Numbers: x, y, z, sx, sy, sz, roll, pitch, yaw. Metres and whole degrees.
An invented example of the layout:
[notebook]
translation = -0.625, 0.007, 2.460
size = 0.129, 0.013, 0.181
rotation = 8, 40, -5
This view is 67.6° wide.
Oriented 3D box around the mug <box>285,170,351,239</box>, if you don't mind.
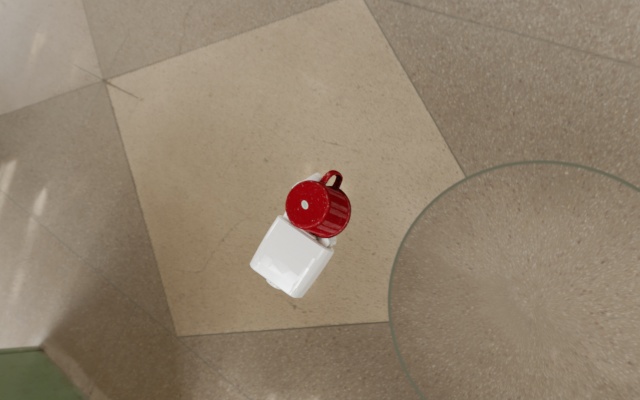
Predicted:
[mug]
translation = 0.001, 0.001, 0.792
size = 0.093, 0.117, 0.081
rotation = 33, 5, 26
